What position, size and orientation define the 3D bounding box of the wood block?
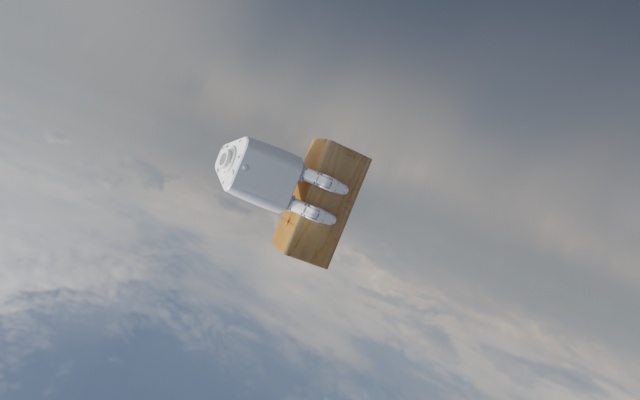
[{"bbox_3d":[0.000,0.003,0.847,0.090,0.206,0.091,22,1,-22],"label":"wood block"}]
